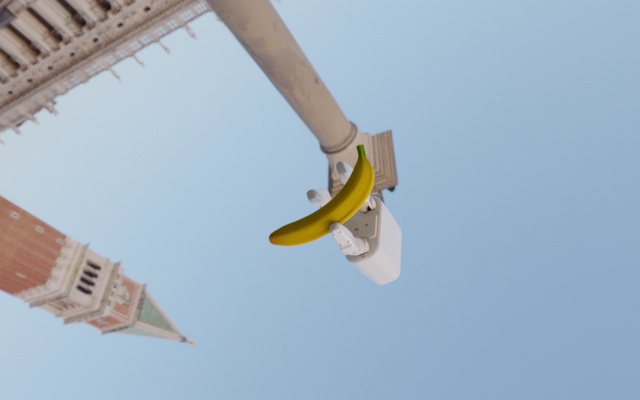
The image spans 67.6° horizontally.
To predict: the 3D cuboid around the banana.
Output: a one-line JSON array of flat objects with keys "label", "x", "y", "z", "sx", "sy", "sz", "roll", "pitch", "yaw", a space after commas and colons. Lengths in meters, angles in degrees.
[{"label": "banana", "x": 0.012, "y": 0.010, "z": 0.688, "sx": 0.069, "sy": 0.198, "sz": 0.037, "roll": 47, "pitch": 2, "yaw": 39}]
